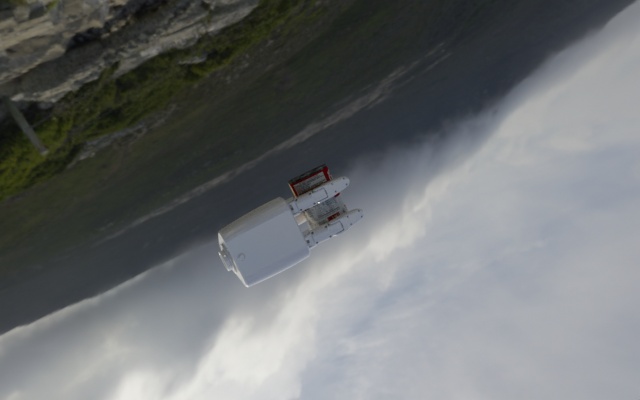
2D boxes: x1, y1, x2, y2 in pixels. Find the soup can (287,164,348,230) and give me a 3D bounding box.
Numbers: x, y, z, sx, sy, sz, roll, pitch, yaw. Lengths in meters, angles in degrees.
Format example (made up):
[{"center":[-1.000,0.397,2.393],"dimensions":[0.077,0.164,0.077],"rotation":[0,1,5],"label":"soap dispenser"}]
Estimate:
[{"center":[0.001,0.003,0.751],"dimensions":[0.068,0.102,0.068],"rotation":[-25,6,3],"label":"soup can"}]
